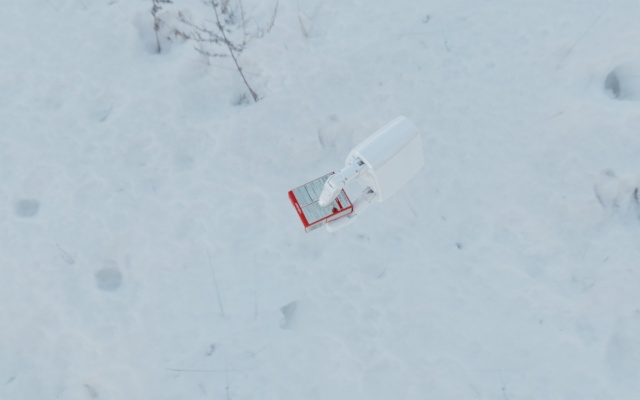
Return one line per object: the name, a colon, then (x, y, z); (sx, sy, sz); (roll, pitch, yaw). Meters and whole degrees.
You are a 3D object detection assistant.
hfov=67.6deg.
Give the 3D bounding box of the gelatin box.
gelatin box: (0.000, 0.003, 0.799); (0.089, 0.073, 0.030); (-24, -23, -10)
